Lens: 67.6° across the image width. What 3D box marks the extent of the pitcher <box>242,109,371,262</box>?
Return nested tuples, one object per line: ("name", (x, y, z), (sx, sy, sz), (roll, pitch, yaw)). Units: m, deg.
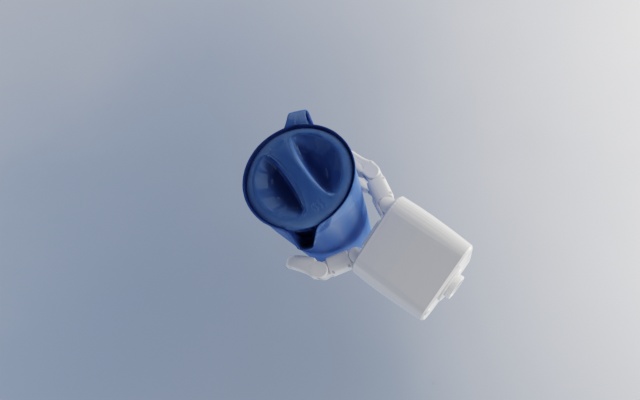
("pitcher", (0.000, 0.002, 0.646), (0.145, 0.149, 0.243), (35, -10, 23))
